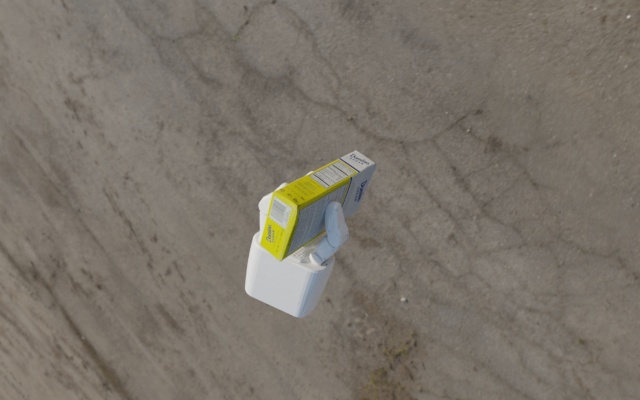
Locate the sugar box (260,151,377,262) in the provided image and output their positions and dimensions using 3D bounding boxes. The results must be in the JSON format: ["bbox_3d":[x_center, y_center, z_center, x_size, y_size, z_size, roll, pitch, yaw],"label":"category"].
[{"bbox_3d":[0.000,0.002,0.643,0.048,0.093,0.176,35,39,20],"label":"sugar box"}]
